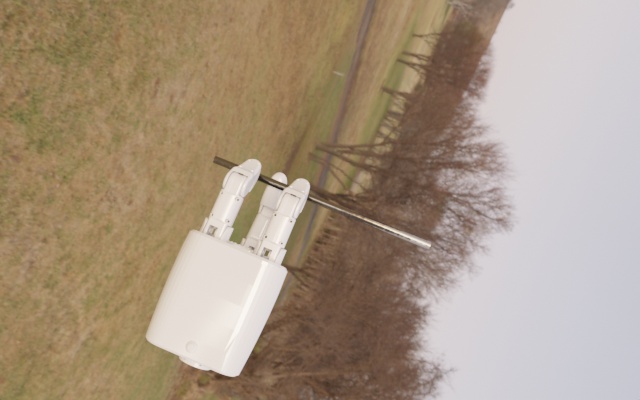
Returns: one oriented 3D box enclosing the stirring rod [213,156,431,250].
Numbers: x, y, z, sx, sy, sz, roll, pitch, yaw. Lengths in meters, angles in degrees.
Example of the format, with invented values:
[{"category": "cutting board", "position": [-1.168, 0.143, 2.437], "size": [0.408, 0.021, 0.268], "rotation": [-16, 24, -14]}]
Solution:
[{"category": "stirring rod", "position": [0.000, 0.002, 0.495], "size": [0.239, 0.011, 0.011], "rotation": [22, 1, 4]}]
